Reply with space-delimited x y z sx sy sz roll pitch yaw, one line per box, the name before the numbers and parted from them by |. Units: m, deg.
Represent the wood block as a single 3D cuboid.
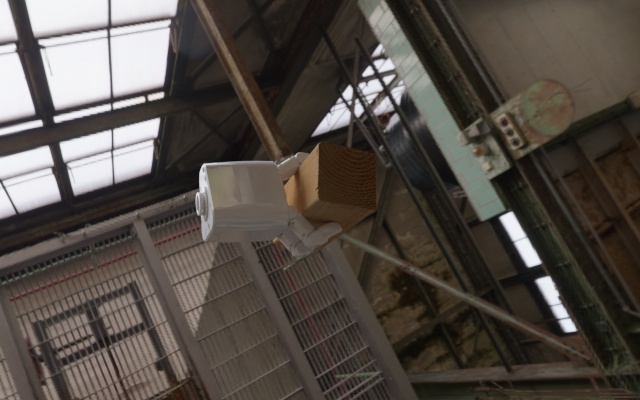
wood block | 0.000 0.002 0.740 0.090 0.090 0.206 10 -24 -20
